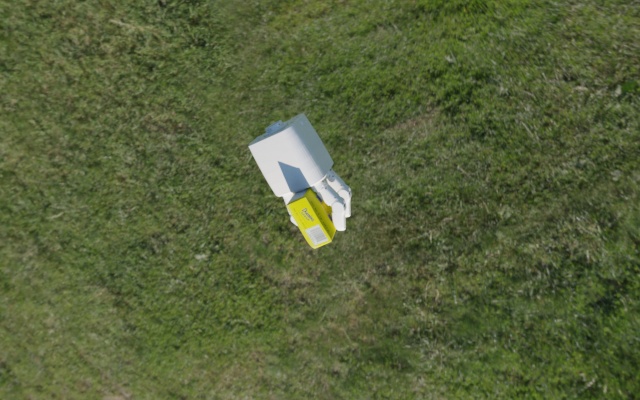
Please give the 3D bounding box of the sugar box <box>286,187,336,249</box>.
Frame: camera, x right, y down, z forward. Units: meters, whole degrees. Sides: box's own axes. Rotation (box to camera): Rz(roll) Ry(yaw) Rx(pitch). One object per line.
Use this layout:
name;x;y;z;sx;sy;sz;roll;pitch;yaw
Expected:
sugar box;0.001;0.003;0.868;0.048;0.093;0.176;-22;18;24
